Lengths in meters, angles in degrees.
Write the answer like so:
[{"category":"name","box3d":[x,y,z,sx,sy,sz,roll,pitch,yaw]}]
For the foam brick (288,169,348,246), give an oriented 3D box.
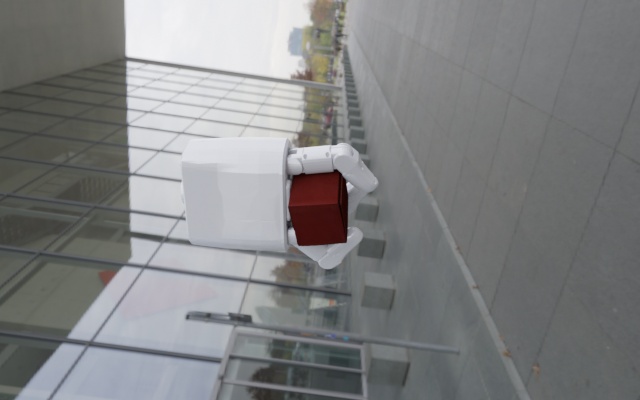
[{"category":"foam brick","box3d":[0.000,0.002,0.487,0.051,0.053,0.078,-5,37,8]}]
